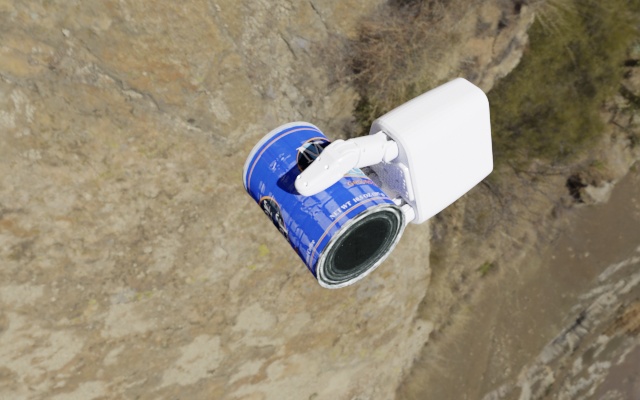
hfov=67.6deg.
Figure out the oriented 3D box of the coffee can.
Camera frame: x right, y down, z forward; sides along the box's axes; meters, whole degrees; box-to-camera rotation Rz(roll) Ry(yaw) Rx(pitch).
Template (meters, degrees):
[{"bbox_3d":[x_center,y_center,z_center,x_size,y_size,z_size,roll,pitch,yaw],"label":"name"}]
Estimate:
[{"bbox_3d":[0.000,0.002,0.475,0.103,0.103,0.140,0,38,-45],"label":"coffee can"}]
